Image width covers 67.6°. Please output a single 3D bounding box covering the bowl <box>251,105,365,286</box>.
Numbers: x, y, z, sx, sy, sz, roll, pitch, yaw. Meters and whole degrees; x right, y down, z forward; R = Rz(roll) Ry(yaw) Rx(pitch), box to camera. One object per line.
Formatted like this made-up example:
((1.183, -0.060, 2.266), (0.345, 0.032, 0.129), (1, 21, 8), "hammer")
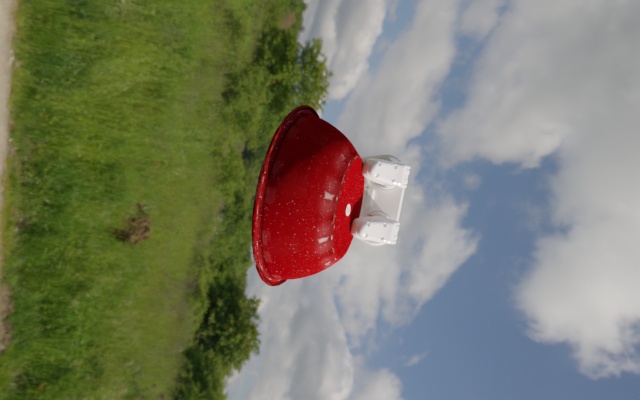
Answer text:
((0.000, 0.002, 0.416), (0.055, 0.162, 0.162), (11, 3, 17), "bowl")
